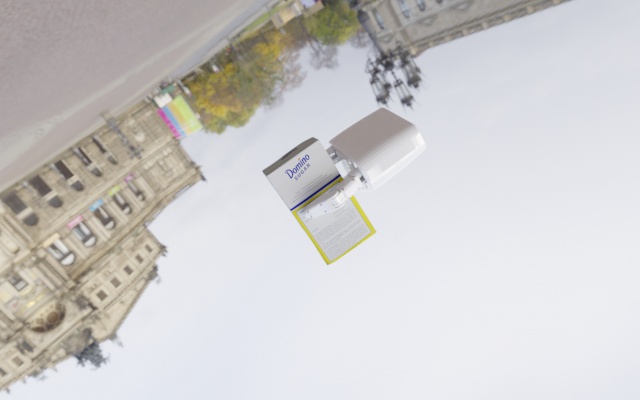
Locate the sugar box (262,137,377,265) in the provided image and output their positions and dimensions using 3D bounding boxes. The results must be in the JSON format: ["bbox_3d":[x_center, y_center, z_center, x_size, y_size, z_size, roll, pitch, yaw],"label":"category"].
[{"bbox_3d":[0.000,0.002,0.713,0.093,0.176,0.048,-35,20,-5],"label":"sugar box"}]
